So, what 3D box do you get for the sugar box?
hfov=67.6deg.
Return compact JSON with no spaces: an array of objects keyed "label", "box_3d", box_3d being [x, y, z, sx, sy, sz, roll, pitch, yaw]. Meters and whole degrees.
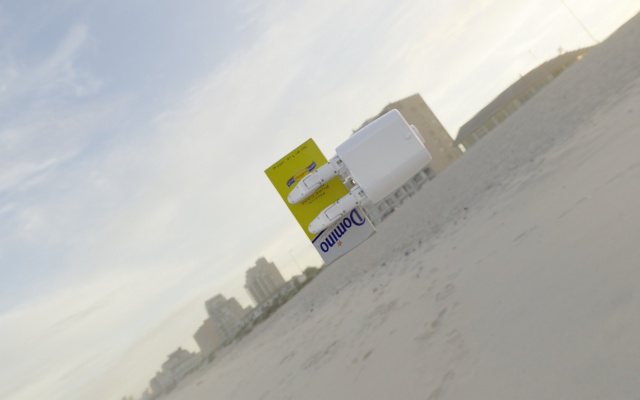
[{"label":"sugar box","box_3d":[0.000,0.002,0.734,0.093,0.176,0.048,-36,-9,4]}]
